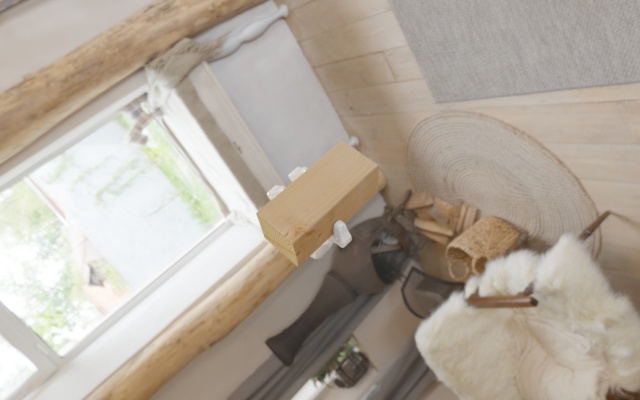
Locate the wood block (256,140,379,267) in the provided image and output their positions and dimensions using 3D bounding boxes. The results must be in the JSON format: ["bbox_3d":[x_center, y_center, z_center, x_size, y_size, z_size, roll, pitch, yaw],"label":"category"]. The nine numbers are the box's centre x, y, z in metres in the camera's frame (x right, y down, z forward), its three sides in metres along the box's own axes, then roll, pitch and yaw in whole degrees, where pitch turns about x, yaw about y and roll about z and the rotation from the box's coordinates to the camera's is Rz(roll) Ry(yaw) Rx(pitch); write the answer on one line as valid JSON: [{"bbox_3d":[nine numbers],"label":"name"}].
[{"bbox_3d":[0.000,0.003,0.832,0.090,0.206,0.090,38,-23,25],"label":"wood block"}]
